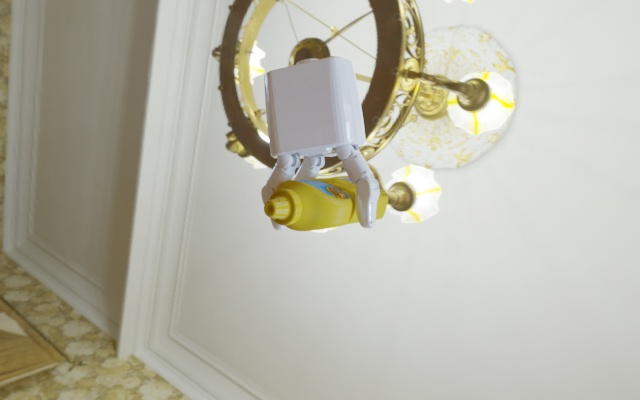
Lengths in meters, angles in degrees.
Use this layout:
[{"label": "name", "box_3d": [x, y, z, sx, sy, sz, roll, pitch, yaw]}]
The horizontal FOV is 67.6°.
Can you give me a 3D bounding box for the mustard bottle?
[{"label": "mustard bottle", "box_3d": [0.000, 0.002, 0.593, 0.096, 0.058, 0.191, 22, 16, 32]}]
